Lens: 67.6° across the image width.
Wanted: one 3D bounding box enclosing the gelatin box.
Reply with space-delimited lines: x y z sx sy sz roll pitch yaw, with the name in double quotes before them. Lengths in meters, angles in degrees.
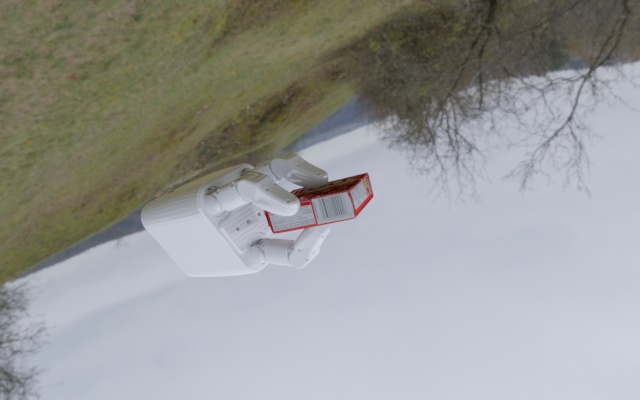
"gelatin box" 0.001 0.002 0.468 0.089 0.030 0.073 -12 11 23
